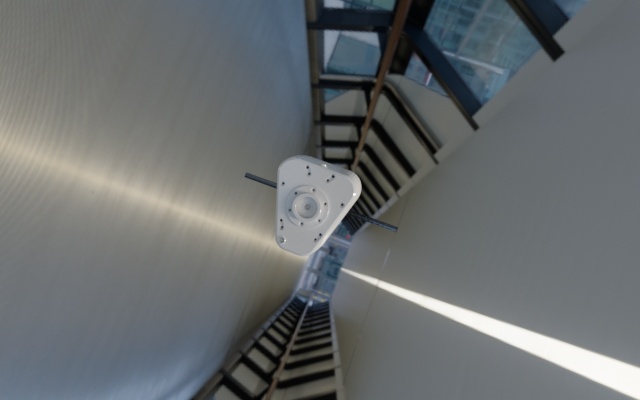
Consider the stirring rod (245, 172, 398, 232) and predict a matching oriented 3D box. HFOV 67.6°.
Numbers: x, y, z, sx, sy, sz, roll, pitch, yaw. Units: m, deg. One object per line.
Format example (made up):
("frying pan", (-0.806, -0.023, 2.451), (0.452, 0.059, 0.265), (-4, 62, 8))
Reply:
("stirring rod", (0.000, 0.002, 0.711), (0.239, 0.011, 0.011), (20, 1, 4))
